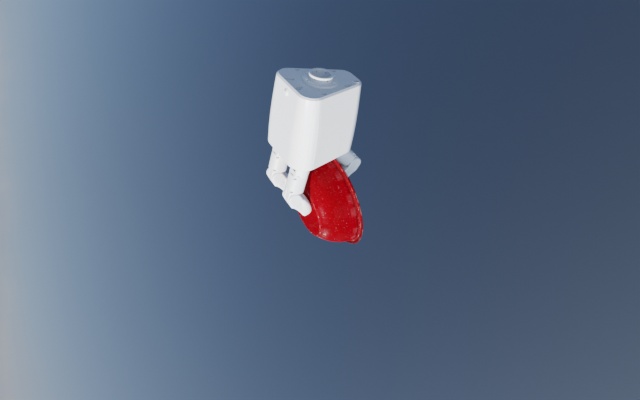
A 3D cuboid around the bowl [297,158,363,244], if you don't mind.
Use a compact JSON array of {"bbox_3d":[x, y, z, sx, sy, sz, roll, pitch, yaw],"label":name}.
[{"bbox_3d":[0.000,0.004,0.741,0.055,0.162,0.162,-24,8,-19],"label":"bowl"}]
